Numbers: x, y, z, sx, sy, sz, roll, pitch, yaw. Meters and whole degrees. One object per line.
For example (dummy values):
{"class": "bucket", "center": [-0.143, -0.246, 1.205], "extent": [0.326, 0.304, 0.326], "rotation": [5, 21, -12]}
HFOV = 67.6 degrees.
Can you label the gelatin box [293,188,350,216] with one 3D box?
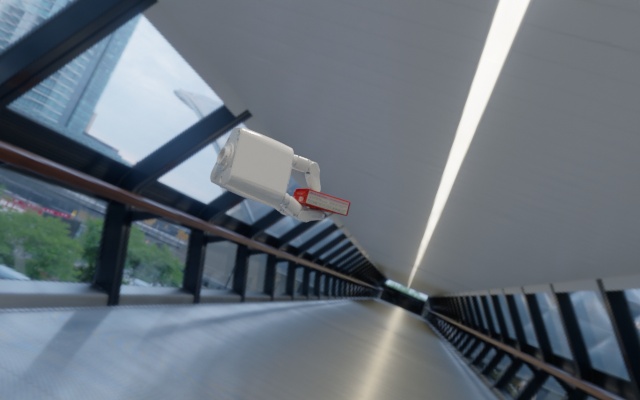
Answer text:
{"class": "gelatin box", "center": [0.001, 0.003, 0.882], "extent": [0.089, 0.030, 0.073], "rotation": [16, -3, -20]}
